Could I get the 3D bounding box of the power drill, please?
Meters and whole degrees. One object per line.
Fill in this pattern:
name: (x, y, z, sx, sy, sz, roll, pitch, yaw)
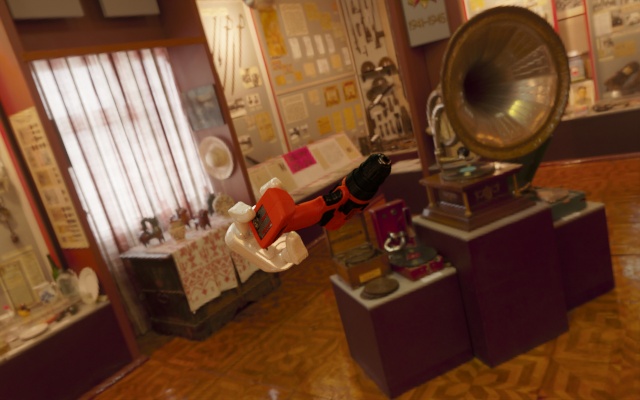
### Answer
power drill: (0.000, 0.002, 0.704, 0.187, 0.057, 0.184, -12, -26, -36)
